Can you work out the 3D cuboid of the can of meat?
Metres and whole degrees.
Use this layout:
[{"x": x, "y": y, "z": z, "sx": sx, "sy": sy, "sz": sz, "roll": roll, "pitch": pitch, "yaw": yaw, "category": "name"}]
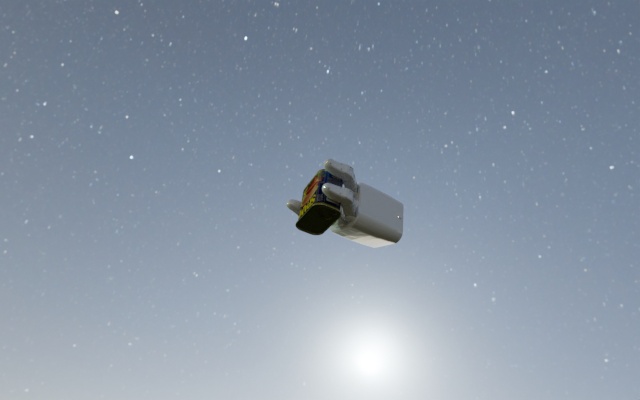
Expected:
[{"x": 0.000, "y": 0.003, "z": 0.884, "sx": 0.057, "sy": 0.084, "sz": 0.102, "roll": 21, "pitch": -37, "yaw": -17, "category": "can of meat"}]
